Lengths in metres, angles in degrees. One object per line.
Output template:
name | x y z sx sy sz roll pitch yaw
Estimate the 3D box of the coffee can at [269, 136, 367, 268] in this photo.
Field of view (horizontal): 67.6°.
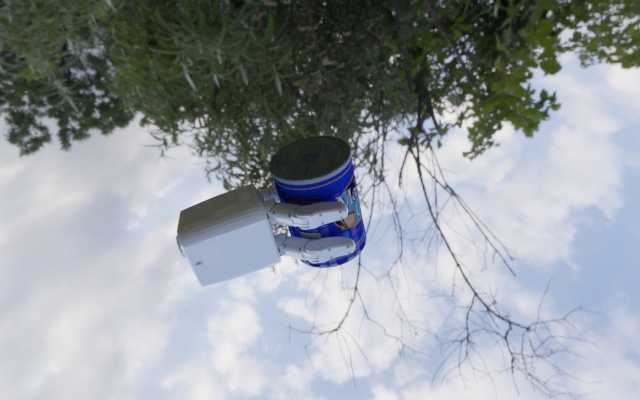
coffee can | 0.000 0.002 0.621 0.103 0.140 0.102 -9 35 6
